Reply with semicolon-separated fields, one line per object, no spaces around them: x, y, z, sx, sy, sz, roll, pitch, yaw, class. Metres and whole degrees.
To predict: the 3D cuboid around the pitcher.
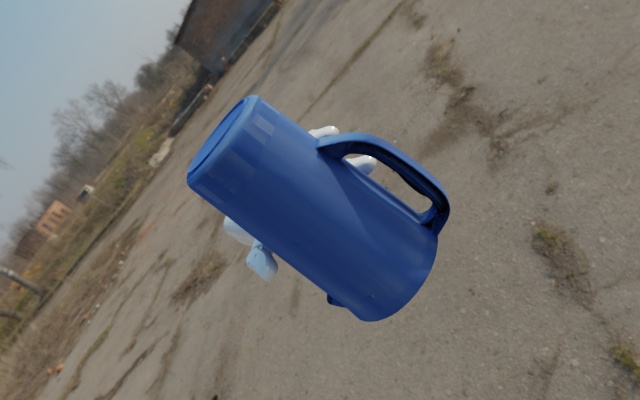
0.000;0.002;0.482;0.243;0.149;0.145;38;-17;-21;pitcher
